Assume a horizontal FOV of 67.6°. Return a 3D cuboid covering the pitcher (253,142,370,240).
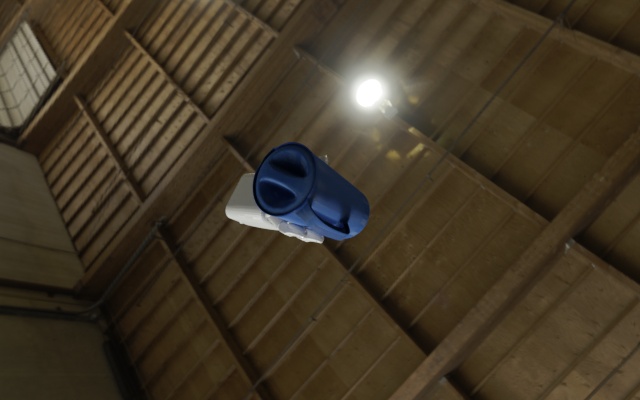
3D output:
[{"bbox_3d":[0.000,0.003,0.897,0.145,0.149,0.243,1,-16,34],"label":"pitcher"}]
